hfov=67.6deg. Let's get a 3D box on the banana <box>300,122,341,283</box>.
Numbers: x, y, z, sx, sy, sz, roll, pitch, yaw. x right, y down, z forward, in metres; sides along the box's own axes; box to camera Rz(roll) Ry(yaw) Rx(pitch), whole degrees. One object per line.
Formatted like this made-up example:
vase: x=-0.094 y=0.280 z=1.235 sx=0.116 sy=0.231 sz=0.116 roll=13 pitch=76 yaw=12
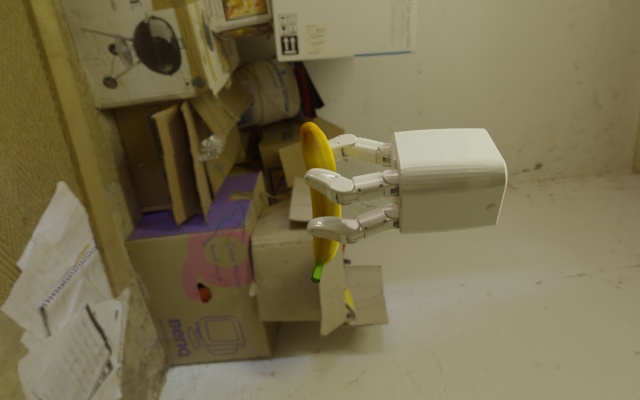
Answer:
banana: x=0.003 y=-0.003 z=0.564 sx=0.037 sy=0.198 sz=0.069 roll=-1 pitch=24 yaw=9
